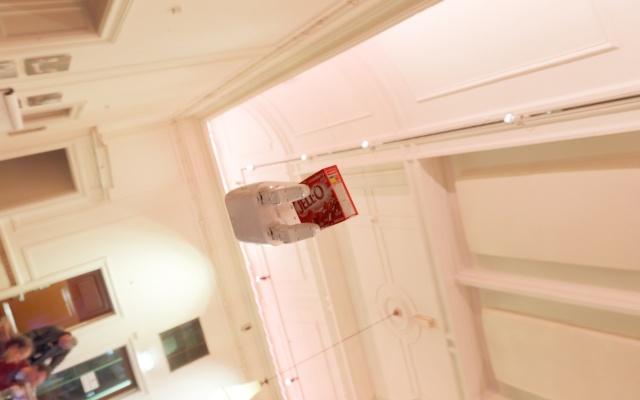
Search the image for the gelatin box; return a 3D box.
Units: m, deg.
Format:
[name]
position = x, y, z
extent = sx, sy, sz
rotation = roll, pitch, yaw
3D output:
[gelatin box]
position = 0.001, 0.002, 0.642
extent = 0.030, 0.073, 0.089
rotation = -21, -4, -43
